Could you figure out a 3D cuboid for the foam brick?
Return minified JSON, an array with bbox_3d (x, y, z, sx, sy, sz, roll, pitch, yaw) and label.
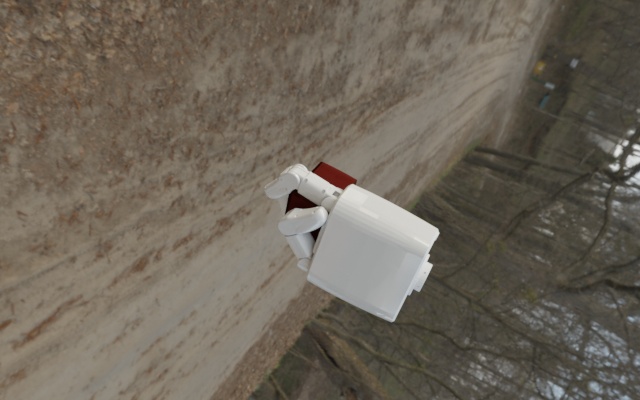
[{"bbox_3d":[0.000,0.002,0.555,0.051,0.053,0.078,26,41,14],"label":"foam brick"}]
